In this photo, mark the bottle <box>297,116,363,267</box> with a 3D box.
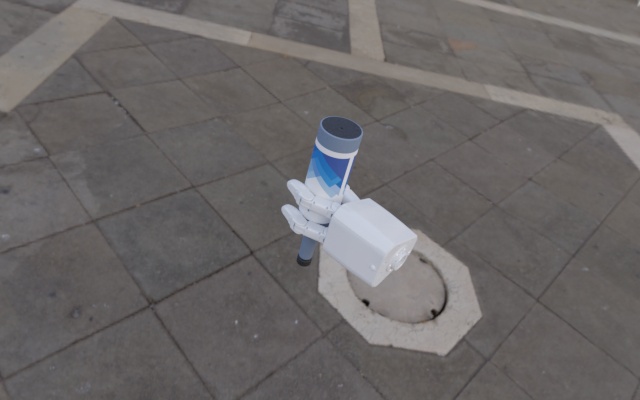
[{"bbox_3d":[0.000,0.002,0.804,0.069,0.296,0.069,10,38,-8],"label":"bottle"}]
